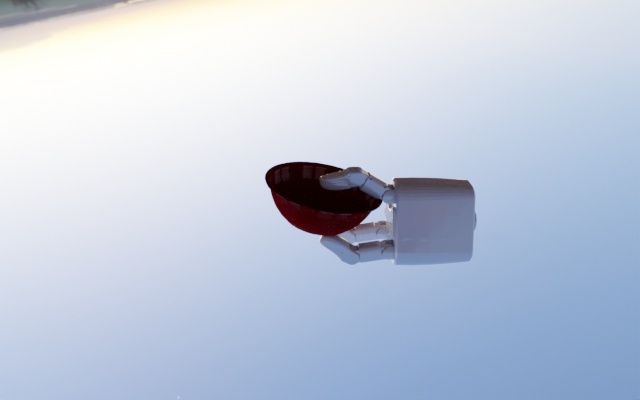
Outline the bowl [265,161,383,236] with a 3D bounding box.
[{"bbox_3d":[-0.001,0.002,0.654,0.162,0.055,0.162,11,25,-5],"label":"bowl"}]
